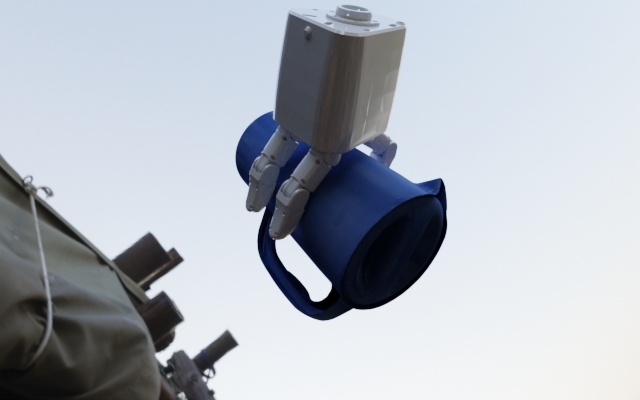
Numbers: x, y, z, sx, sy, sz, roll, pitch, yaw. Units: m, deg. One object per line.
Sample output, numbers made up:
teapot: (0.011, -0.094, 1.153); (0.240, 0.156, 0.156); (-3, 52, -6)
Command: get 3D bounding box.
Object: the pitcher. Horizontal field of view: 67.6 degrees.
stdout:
pitcher: (0.000, 0.002, 0.519); (0.149, 0.145, 0.242); (-15, 39, -34)
